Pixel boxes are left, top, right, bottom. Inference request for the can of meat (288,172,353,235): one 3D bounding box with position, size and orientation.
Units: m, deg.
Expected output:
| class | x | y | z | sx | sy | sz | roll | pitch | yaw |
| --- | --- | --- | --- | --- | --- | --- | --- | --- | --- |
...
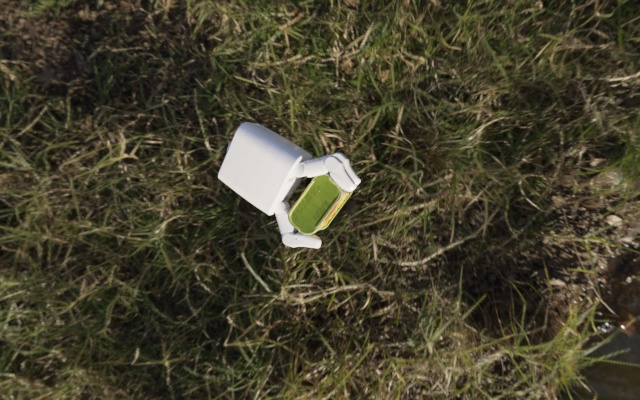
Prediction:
| class | x | y | z | sx | sy | sz | roll | pitch | yaw |
| --- | --- | --- | --- | --- | --- | --- | --- | --- | --- |
| can of meat | 0.000 | 0.003 | 0.752 | 0.057 | 0.102 | 0.084 | 38 | 12 | 7 |
